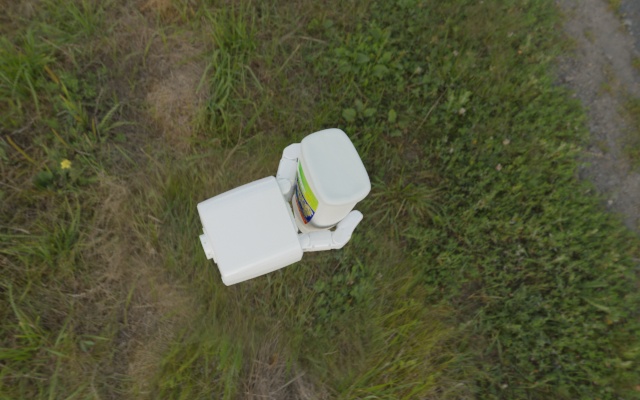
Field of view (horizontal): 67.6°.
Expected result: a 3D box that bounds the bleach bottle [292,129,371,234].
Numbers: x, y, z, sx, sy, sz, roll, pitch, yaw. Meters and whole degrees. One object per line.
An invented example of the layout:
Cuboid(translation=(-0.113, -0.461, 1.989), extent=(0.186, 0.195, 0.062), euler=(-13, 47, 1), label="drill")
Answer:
Cuboid(translation=(0.000, 0.002, 0.673), extent=(0.068, 0.102, 0.251), euler=(-18, -18, -15), label="bleach bottle")
